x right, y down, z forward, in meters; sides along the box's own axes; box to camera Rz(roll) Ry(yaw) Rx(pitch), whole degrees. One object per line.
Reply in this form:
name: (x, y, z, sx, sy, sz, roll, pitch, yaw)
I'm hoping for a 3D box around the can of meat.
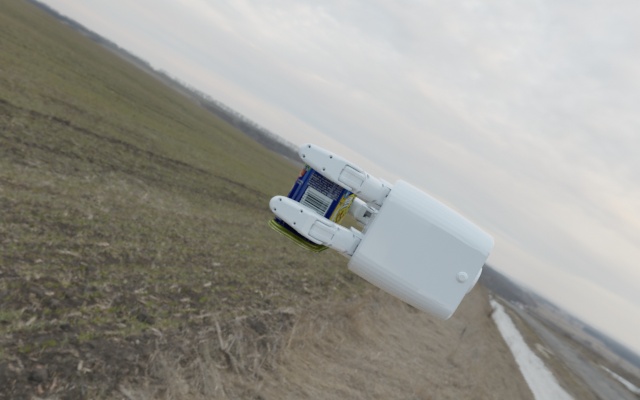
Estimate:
can of meat: (0.000, 0.001, 0.491, 0.057, 0.084, 0.102, 31, 4, 10)
